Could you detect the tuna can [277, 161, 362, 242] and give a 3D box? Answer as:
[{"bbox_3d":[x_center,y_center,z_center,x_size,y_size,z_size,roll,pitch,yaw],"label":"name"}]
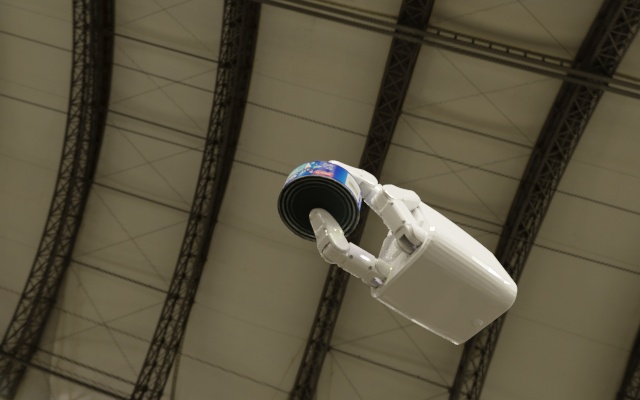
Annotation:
[{"bbox_3d":[0.000,0.001,0.503,0.086,0.086,0.033,0,35,13],"label":"tuna can"}]
